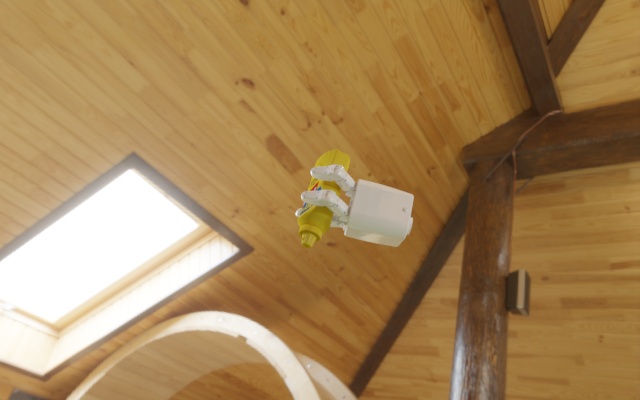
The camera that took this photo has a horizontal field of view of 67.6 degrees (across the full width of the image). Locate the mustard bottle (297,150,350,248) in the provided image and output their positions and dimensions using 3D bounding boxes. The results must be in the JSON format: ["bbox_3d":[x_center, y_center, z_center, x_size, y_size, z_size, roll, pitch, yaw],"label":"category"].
[{"bbox_3d":[0.000,0.003,0.884,0.058,0.191,0.096,28,-34,-16],"label":"mustard bottle"}]
